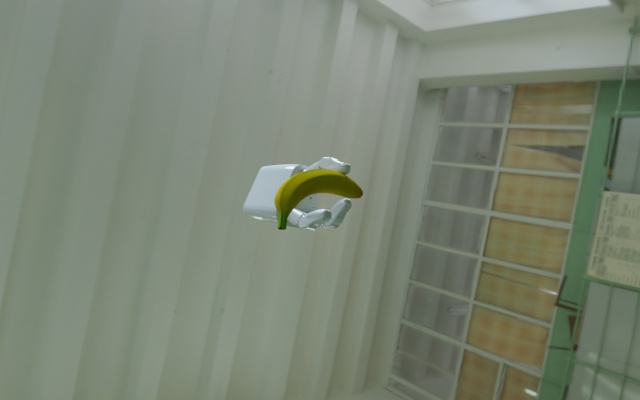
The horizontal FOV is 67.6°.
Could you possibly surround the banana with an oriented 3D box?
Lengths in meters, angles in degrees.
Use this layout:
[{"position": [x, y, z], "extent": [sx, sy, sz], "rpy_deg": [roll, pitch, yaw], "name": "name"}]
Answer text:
[{"position": [-0.006, -0.015, 0.735], "extent": [0.037, 0.069, 0.197], "rpy_deg": [-1, 14, 44], "name": "banana"}]
